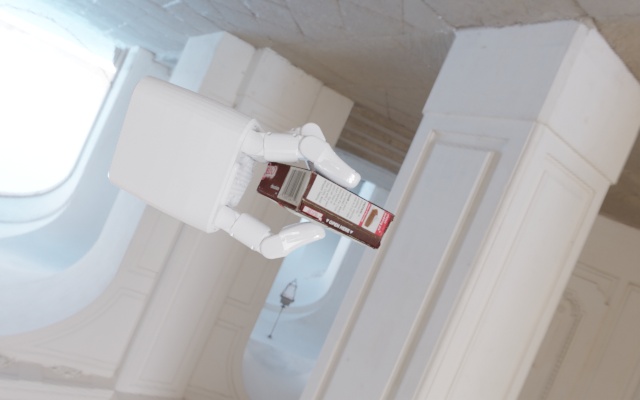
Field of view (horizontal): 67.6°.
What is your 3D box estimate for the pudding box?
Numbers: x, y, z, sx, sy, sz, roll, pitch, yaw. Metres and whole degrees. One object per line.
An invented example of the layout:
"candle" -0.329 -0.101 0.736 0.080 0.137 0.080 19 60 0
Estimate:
"pudding box" 0.000 0.002 0.441 0.090 0.039 0.113 26 -1 -26
